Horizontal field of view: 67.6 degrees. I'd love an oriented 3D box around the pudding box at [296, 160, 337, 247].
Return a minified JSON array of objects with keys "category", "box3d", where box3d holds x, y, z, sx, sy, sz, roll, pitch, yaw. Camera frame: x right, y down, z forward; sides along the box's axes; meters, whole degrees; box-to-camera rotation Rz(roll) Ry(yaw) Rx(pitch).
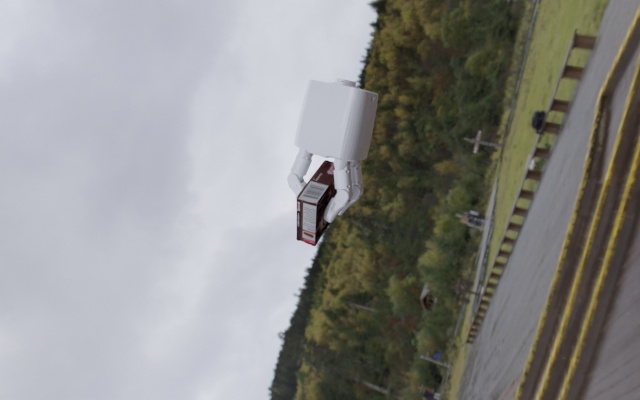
[{"category":"pudding box","box3d":[0.000,0.002,0.762,0.039,0.090,0.113,18,42,18]}]
